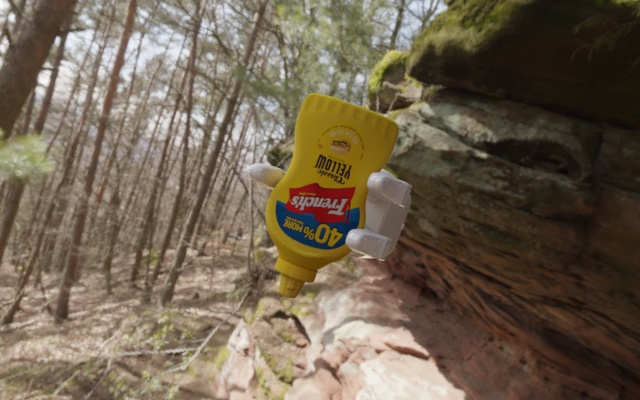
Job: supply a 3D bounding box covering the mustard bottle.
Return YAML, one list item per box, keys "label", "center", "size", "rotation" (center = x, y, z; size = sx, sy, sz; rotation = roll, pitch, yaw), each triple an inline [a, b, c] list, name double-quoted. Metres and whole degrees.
- label: "mustard bottle"
  center: [0.000, 0.001, 0.461]
  size: [0.096, 0.191, 0.058]
  rotation: [20, 0, -1]
